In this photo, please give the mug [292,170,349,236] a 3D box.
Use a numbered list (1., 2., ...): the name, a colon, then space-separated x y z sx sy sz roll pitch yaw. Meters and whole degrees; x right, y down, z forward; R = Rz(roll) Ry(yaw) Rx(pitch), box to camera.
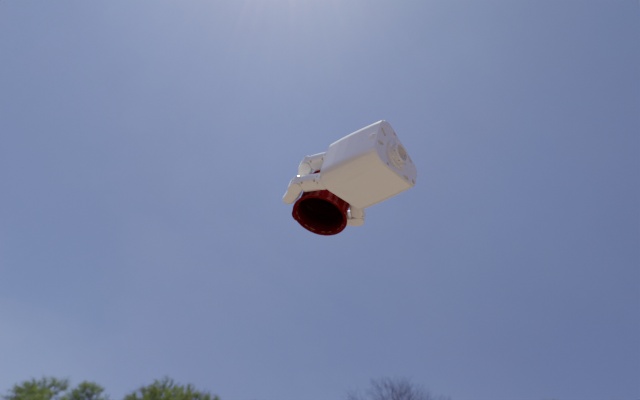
1. mug: -0.001 0.003 0.819 0.117 0.081 0.093 -21 -58 36
